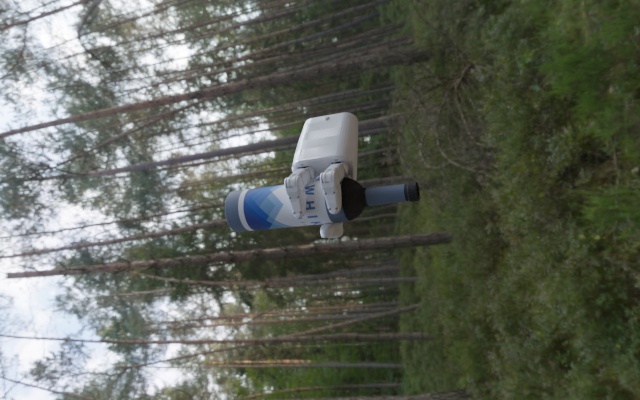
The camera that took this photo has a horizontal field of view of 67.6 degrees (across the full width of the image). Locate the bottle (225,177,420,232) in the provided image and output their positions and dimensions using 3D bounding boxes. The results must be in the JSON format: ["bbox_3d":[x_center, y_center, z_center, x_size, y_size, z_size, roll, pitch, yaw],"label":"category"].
[{"bbox_3d":[0.000,0.002,0.722,0.296,0.069,0.069,-6,-2,20],"label":"bottle"}]
